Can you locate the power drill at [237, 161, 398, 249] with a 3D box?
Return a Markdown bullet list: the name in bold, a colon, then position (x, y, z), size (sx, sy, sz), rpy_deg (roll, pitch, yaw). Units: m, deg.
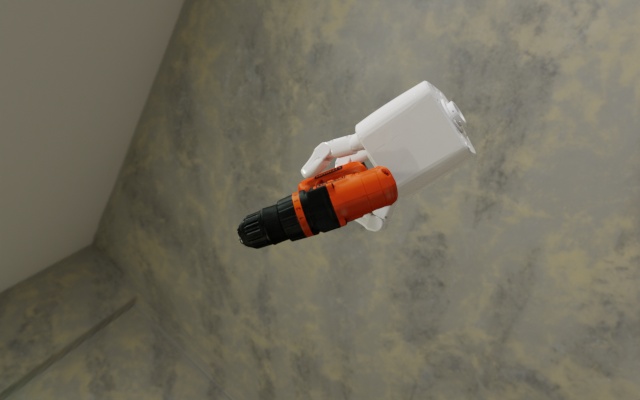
- **power drill**: position (0.000, 0.002, 0.594), size (0.184, 0.057, 0.187), rpy_deg (-18, 8, 7)
